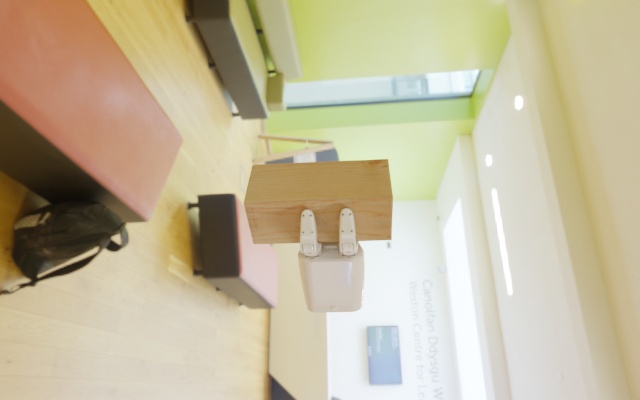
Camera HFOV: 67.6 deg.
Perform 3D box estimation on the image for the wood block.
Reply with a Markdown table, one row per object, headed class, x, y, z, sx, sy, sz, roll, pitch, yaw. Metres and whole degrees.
| class | x | y | z | sx | sy | sz | roll | pitch | yaw |
| --- | --- | --- | --- | --- | --- | --- | --- | --- | --- |
| wood block | 0.000 | 0.002 | 0.714 | 0.206 | 0.090 | 0.090 | -2 | 41 | 4 |
